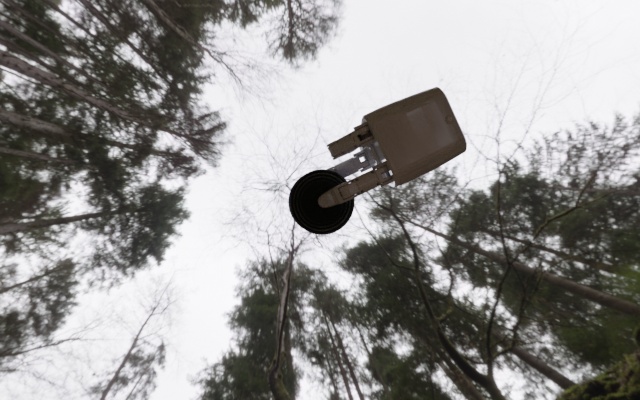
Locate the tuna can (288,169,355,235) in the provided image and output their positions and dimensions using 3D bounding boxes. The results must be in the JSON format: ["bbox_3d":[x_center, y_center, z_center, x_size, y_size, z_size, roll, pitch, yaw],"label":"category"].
[{"bbox_3d":[0.000,0.002,0.638,0.086,0.086,0.034,0,0,-10],"label":"tuna can"}]
